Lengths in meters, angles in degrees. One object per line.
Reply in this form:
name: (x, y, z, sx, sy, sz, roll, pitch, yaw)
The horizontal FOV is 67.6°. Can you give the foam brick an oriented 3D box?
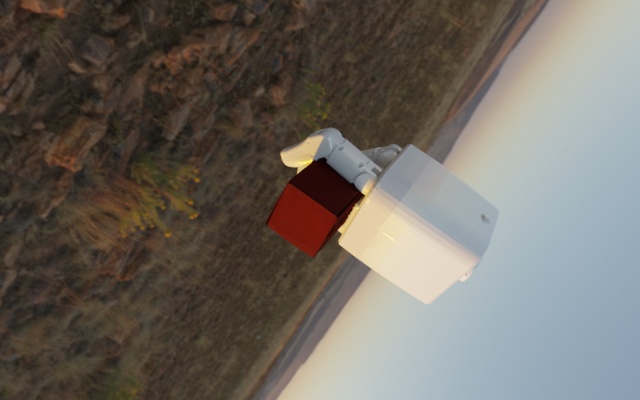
foam brick: (0.000, 0.002, 0.418, 0.051, 0.053, 0.078, 37, 37, 7)
